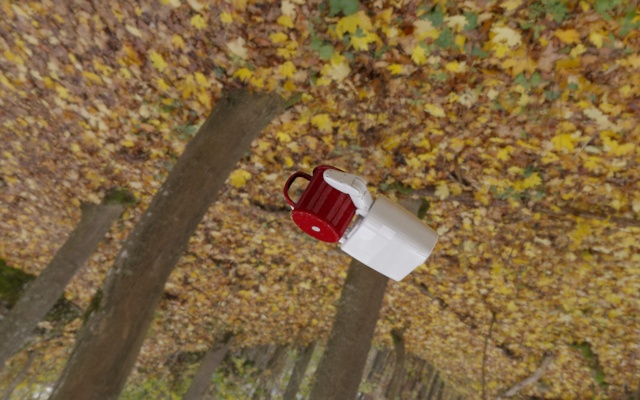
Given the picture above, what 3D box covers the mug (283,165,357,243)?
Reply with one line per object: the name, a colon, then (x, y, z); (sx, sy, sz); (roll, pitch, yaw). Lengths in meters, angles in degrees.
mug: (-0.001, 0.002, 0.699); (0.117, 0.081, 0.093); (31, -23, -1)
